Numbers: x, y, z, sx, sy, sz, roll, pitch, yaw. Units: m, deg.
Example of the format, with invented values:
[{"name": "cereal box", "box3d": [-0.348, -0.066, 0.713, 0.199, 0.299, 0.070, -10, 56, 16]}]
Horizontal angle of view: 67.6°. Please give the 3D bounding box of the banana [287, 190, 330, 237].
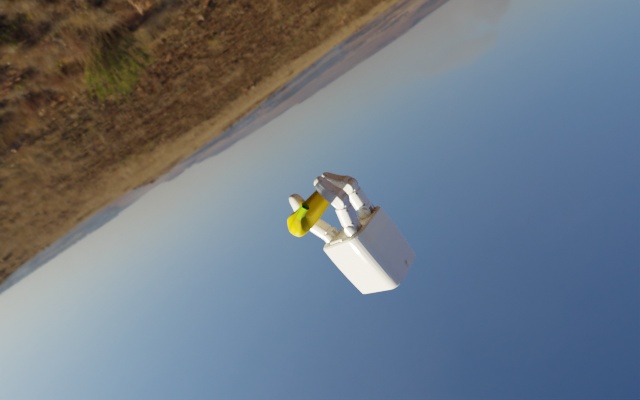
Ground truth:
[{"name": "banana", "box3d": [-0.013, 0.016, 0.744, 0.070, 0.037, 0.197, -44, 1, 18]}]
